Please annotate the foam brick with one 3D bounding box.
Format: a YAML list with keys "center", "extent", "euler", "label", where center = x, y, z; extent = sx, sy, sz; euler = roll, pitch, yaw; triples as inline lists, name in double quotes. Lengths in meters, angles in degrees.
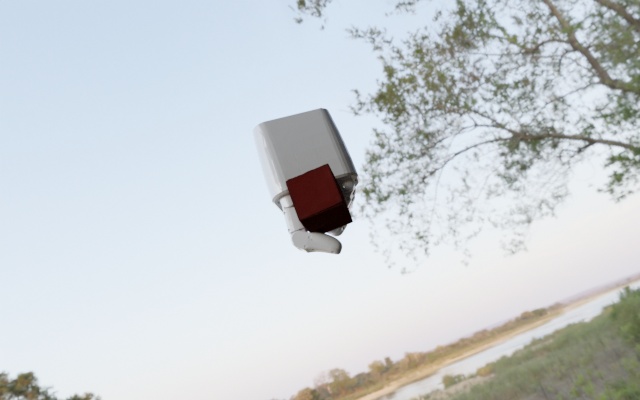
- center: [0.000, 0.002, 0.545]
  extent: [0.053, 0.051, 0.078]
  euler: [-22, -21, 4]
  label: "foam brick"
